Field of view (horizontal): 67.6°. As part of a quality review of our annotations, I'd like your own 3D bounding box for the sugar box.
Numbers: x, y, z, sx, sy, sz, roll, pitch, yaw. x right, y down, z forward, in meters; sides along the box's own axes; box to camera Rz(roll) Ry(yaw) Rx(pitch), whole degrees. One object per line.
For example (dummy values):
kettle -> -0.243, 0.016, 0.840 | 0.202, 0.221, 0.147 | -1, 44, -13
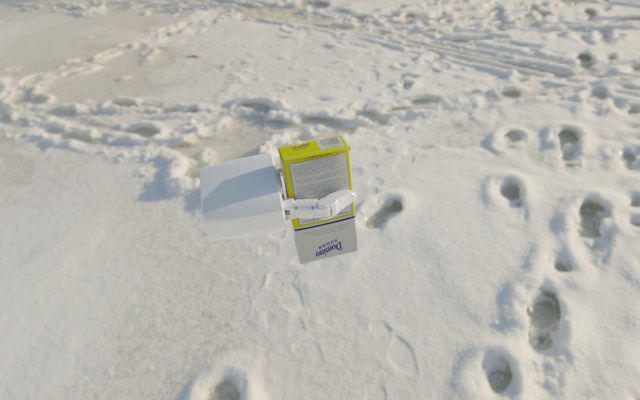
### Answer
sugar box -> 0.000, 0.002, 0.680 | 0.093, 0.176, 0.048 | -12, 35, -8
